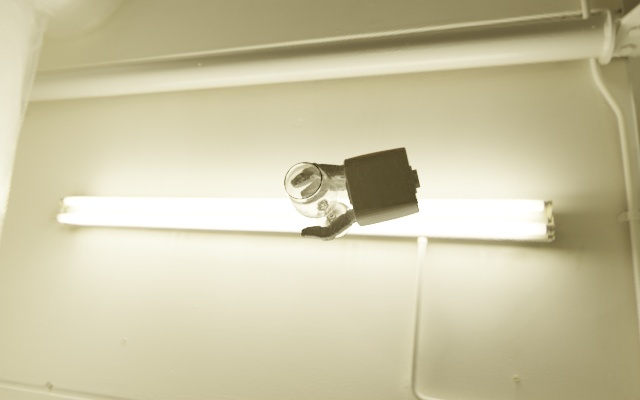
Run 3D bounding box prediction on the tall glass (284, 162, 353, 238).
[{"bbox_3d":[0.000,0.003,0.811,0.079,0.079,0.201,0,-19,17],"label":"tall glass"}]
